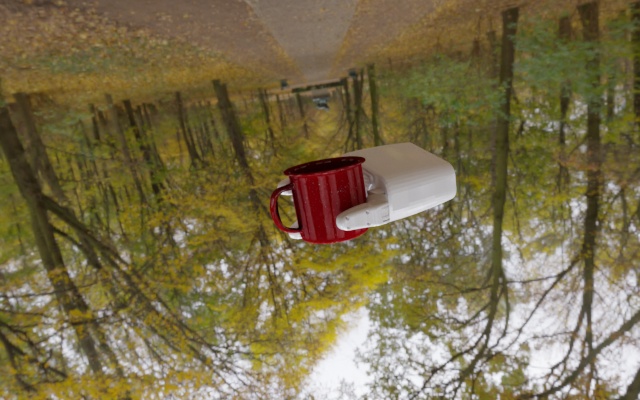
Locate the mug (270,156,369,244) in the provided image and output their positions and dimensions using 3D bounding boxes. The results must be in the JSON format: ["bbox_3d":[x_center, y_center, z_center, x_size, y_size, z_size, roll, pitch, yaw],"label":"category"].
[{"bbox_3d":[-0.001,0.002,0.536,0.117,0.081,0.093,-15,14,-23],"label":"mug"}]
